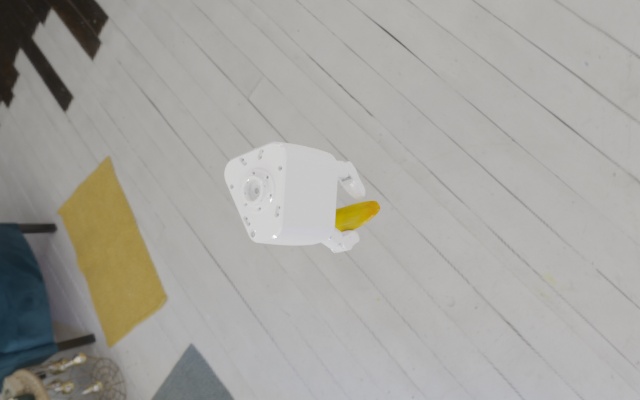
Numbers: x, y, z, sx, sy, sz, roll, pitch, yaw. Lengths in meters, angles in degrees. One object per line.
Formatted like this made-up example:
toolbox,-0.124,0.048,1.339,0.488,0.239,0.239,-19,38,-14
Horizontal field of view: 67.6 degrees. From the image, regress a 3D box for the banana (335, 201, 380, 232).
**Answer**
banana,-0.006,0.020,0.703,0.198,0.069,0.037,11,-1,35
